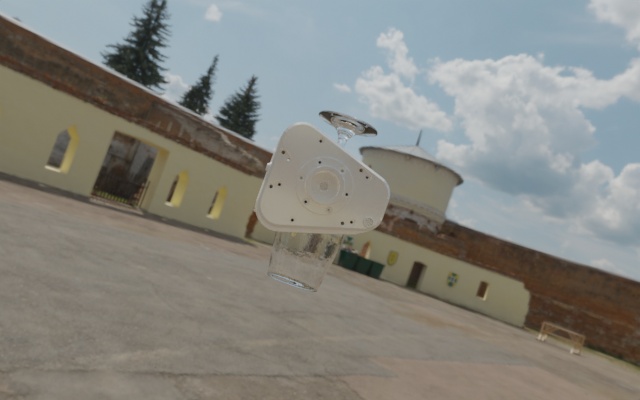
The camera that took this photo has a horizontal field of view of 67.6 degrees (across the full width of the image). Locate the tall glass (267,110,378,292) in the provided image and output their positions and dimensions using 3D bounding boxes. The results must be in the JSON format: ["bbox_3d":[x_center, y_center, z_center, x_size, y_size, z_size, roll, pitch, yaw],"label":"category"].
[{"bbox_3d":[0.000,0.001,0.561,0.079,0.201,0.079,19,-4,1],"label":"tall glass"}]
